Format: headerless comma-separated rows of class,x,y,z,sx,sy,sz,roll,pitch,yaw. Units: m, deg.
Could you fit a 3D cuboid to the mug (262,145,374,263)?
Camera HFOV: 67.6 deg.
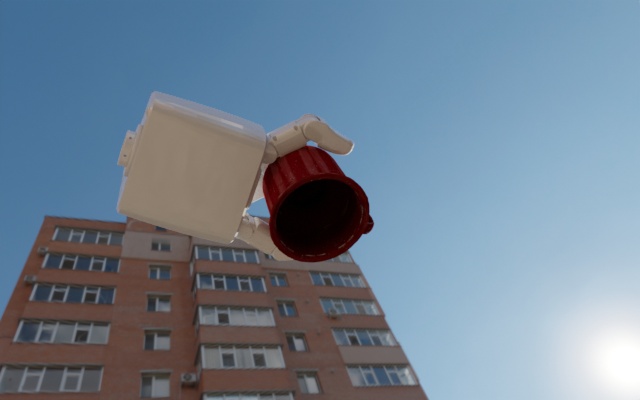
mug,0.001,0.002,0.463,0.117,0.093,0.081,17,23,-25
